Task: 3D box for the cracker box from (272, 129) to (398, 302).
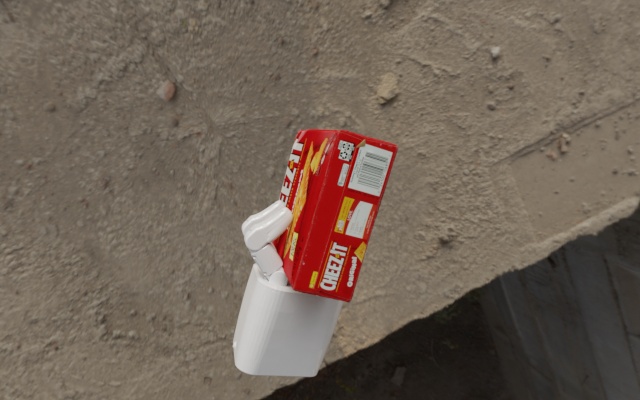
[{"bbox_3d":[0.000,0.002,0.558,0.072,0.164,0.213,15,5,-15],"label":"cracker box"}]
